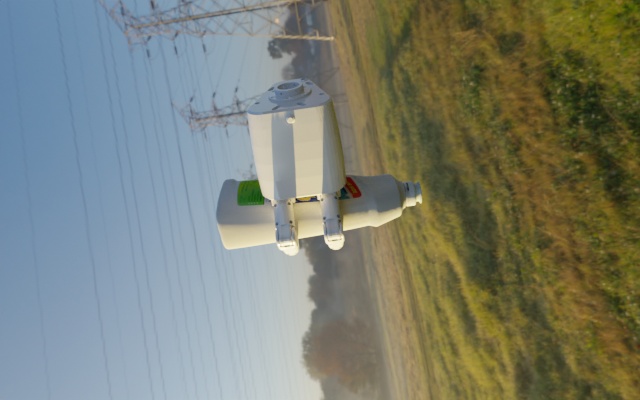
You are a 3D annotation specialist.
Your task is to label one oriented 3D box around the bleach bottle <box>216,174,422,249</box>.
[{"bbox_3d":[0.000,0.002,0.611,0.251,0.068,0.102,-8,31,2],"label":"bleach bottle"}]
